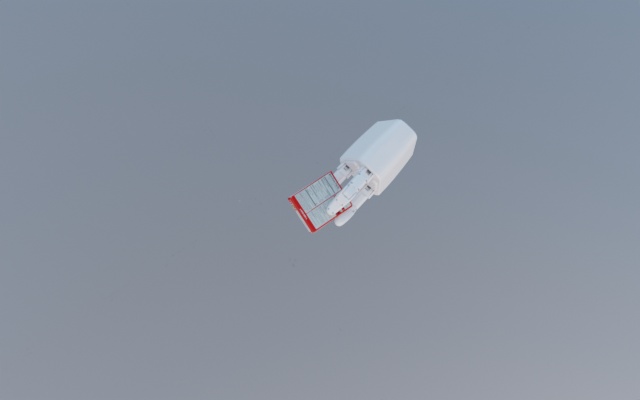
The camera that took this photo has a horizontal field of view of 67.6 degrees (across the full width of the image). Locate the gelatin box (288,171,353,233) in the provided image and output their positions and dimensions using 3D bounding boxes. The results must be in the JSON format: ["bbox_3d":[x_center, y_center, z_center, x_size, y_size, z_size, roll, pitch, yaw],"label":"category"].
[{"bbox_3d":[0.000,0.003,0.825,0.089,0.073,0.030,-34,4,-15],"label":"gelatin box"}]
